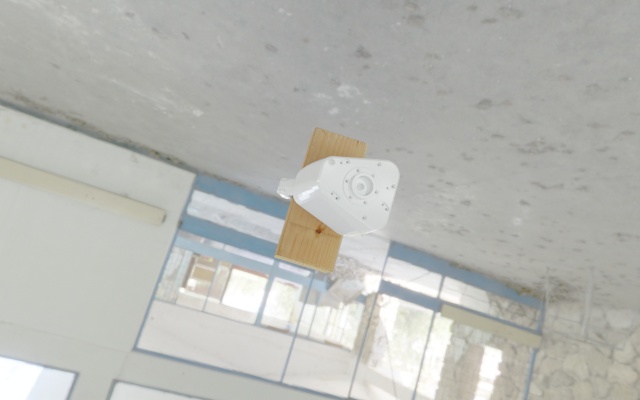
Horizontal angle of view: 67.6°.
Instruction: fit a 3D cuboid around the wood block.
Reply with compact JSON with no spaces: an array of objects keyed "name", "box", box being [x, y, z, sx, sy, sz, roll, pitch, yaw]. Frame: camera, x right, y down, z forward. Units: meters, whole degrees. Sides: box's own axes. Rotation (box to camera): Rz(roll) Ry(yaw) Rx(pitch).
[{"name":"wood block","box":[0.000,0.002,0.762,0.091,0.206,0.090,18,-11,-5]}]
